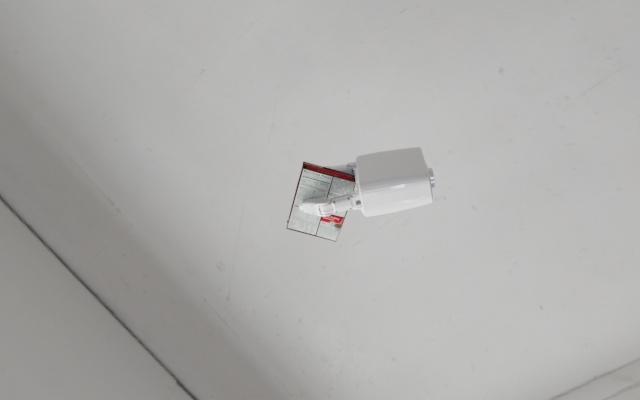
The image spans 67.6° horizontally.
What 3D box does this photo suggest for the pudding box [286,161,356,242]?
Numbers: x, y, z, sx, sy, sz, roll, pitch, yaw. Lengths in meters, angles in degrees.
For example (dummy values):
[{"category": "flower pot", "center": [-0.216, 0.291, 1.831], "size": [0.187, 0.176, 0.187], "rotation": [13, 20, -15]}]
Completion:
[{"category": "pudding box", "center": [0.000, 0.003, 0.771], "size": [0.090, 0.113, 0.039], "rotation": [16, 19, -3]}]
